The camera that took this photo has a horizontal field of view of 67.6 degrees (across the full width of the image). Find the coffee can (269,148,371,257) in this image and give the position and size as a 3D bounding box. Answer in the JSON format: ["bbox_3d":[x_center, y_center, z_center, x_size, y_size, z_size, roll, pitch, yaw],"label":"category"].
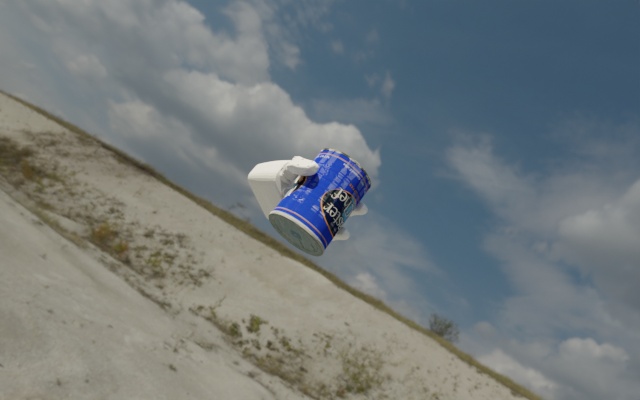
[{"bbox_3d":[0.000,0.003,0.756,0.103,0.140,0.103,32,-22,15],"label":"coffee can"}]
